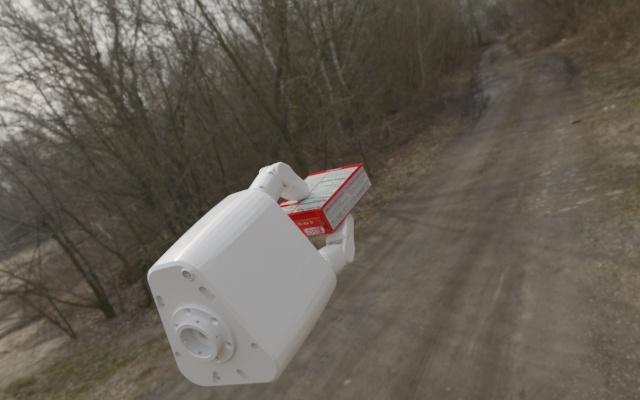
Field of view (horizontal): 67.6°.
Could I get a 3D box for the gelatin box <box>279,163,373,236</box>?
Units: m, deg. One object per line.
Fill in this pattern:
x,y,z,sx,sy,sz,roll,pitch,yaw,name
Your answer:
0.000,0.001,0.480,0.073,0.030,0.089,-10,28,41,gelatin box
